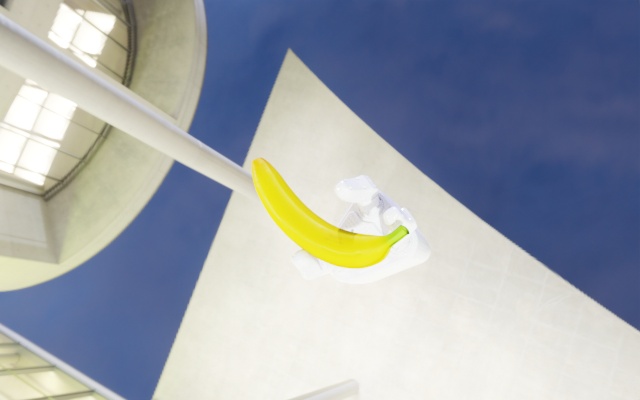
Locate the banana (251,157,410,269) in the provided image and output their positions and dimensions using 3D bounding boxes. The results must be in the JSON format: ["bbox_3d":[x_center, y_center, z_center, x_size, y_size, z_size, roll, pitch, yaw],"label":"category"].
[{"bbox_3d":[-0.005,0.020,0.494,0.197,0.069,0.037,26,5,27],"label":"banana"}]
